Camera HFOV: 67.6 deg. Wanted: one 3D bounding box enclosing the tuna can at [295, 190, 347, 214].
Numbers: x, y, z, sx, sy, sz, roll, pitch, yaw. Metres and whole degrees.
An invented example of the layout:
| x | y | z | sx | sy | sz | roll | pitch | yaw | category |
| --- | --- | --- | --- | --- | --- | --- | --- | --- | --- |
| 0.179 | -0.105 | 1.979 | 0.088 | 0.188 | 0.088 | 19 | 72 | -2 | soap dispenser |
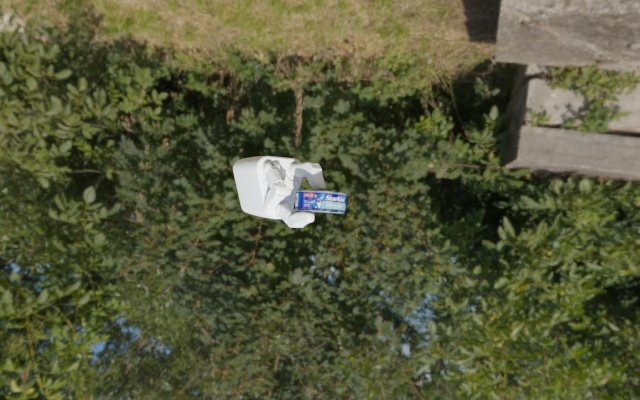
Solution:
| x | y | z | sx | sy | sz | roll | pitch | yaw | category |
| --- | --- | --- | --- | --- | --- | --- | --- | --- | --- |
| 0.000 | 0.003 | 0.800 | 0.086 | 0.034 | 0.086 | 4 | -3 | 0 | tuna can |
